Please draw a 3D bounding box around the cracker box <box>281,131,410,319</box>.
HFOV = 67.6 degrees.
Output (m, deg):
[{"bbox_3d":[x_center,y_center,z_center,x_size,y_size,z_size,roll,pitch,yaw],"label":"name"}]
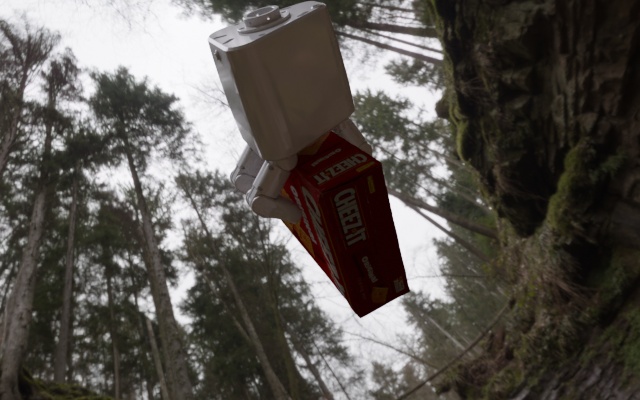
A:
[{"bbox_3d":[0.000,0.002,0.531,0.072,0.164,0.213,-27,34,-13],"label":"cracker box"}]
